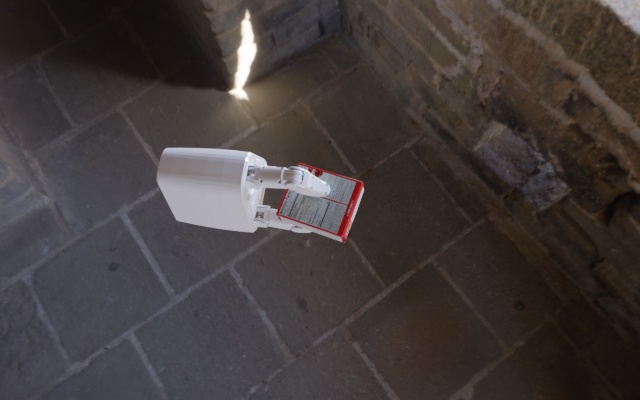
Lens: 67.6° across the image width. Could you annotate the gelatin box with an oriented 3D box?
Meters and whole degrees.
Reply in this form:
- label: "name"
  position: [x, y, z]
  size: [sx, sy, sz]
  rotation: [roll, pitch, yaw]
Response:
- label: "gelatin box"
  position: [0.000, 0.002, 0.583]
  size: [0.089, 0.073, 0.030]
  rotation: [17, -16, 14]
